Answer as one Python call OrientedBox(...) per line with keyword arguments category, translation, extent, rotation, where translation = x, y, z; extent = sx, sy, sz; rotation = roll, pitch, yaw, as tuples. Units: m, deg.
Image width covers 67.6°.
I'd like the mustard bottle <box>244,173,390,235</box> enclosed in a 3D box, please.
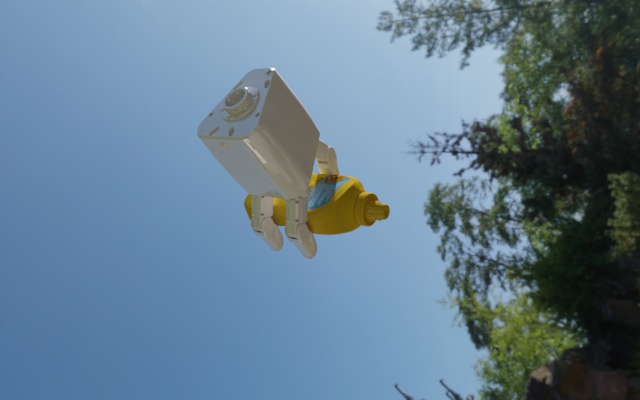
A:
OrientedBox(category="mustard bottle", translation=(0.000, 0.002, 0.613), extent=(0.191, 0.058, 0.096), rotation=(8, 36, 36))
